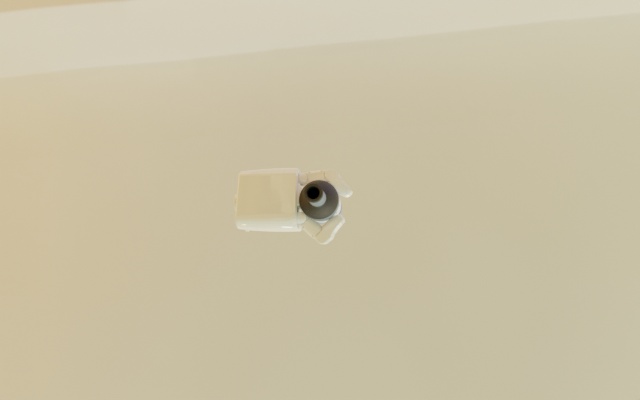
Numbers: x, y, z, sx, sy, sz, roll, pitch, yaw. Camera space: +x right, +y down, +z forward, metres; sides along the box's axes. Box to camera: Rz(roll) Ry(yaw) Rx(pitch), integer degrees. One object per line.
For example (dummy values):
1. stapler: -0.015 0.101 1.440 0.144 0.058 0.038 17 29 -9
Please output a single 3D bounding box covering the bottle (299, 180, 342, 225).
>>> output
1. bottle: 0.000 0.003 0.823 0.069 0.069 0.296 0 -5 4
